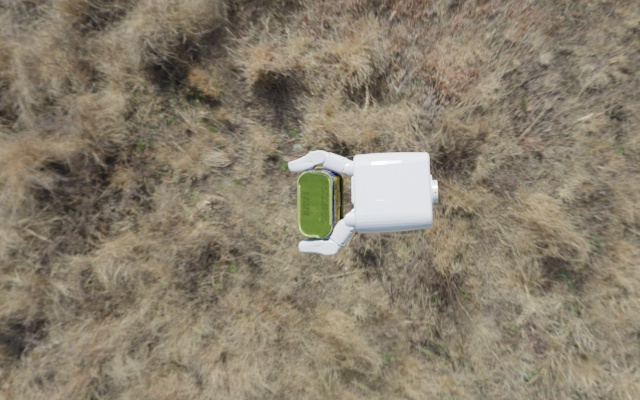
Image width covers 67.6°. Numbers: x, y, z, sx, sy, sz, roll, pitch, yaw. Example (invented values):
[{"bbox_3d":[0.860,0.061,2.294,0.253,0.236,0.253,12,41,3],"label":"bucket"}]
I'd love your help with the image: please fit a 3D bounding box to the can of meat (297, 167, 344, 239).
[{"bbox_3d":[0.000,0.002,0.708,0.057,0.102,0.084,1,6,11],"label":"can of meat"}]
